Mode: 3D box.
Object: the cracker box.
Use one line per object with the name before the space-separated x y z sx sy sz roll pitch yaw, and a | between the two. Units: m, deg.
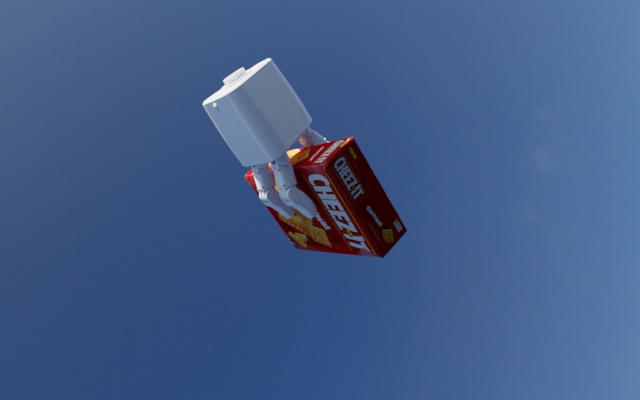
cracker box | 0.000 0.002 0.721 0.072 0.164 0.213 -46 24 -28
